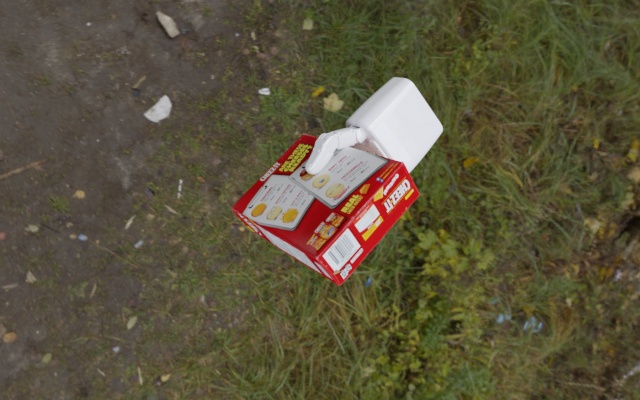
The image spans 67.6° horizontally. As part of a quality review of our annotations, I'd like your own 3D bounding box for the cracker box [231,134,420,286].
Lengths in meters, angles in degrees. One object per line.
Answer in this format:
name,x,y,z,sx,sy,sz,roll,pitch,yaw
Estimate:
cracker box,0.000,0.002,0.655,0.213,0.164,0.072,23,-25,49
